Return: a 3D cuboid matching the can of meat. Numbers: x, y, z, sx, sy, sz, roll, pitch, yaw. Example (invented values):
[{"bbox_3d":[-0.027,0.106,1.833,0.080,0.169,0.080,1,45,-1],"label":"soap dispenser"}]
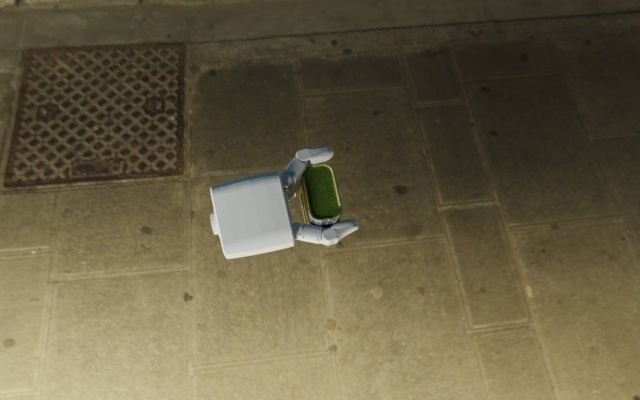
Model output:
[{"bbox_3d":[0.000,0.002,0.760,0.057,0.102,0.084,-9,-23,-6],"label":"can of meat"}]
